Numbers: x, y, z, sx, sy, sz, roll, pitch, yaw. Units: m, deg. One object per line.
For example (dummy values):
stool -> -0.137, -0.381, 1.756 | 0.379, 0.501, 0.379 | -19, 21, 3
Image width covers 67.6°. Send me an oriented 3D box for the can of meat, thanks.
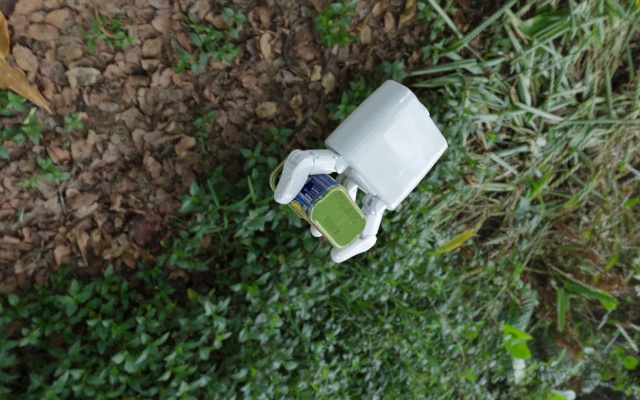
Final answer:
can of meat -> 0.000, 0.002, 0.562 | 0.084, 0.057, 0.102 | 40, -6, 42
